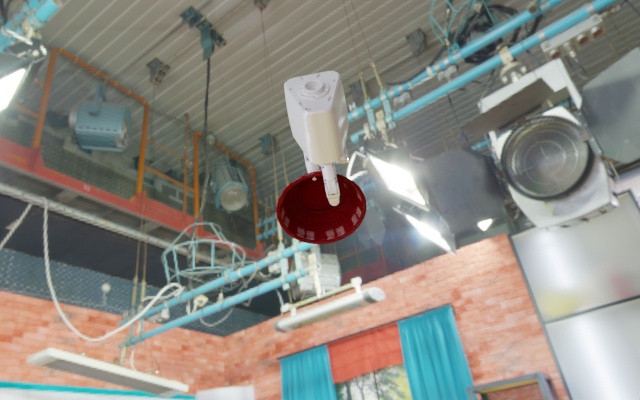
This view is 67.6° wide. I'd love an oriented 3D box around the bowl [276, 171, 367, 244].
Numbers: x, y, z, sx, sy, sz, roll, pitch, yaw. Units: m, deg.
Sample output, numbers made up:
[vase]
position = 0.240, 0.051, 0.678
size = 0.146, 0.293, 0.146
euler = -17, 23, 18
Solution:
[bowl]
position = 0.000, 0.004, 0.871
size = 0.162, 0.162, 0.055
euler = 0, 36, -5
